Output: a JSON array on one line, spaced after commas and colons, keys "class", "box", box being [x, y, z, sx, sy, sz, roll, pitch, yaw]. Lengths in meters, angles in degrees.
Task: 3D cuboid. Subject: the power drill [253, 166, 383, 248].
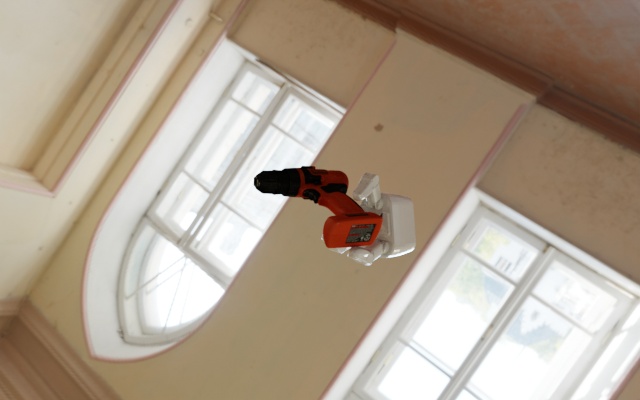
[{"class": "power drill", "box": [0.001, 0.003, 0.793, 0.184, 0.057, 0.187, -3, 34, -32]}]
